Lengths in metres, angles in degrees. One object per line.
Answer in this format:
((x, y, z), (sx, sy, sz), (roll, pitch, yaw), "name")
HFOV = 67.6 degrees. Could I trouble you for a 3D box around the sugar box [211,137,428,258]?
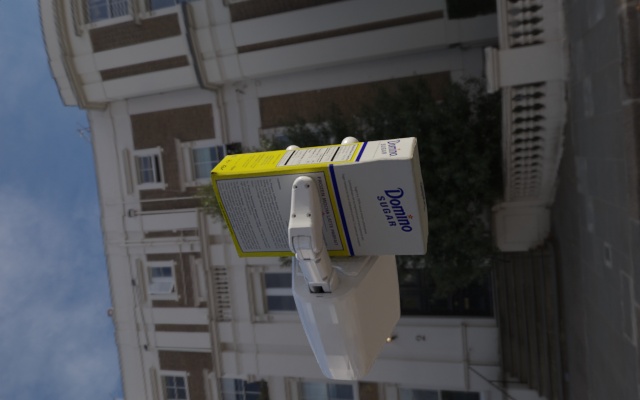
((0.000, 0.001, 0.416), (0.176, 0.093, 0.048), (-4, 31, 18), "sugar box")
